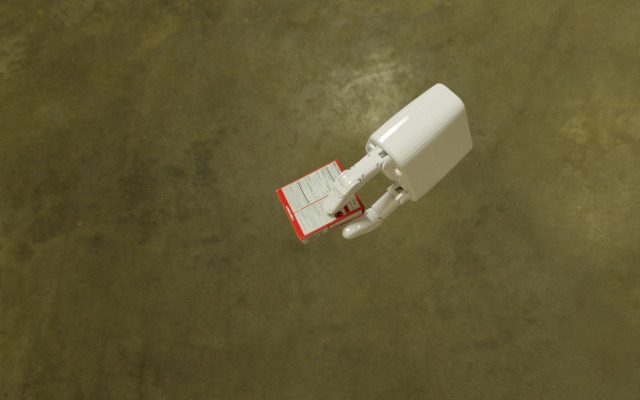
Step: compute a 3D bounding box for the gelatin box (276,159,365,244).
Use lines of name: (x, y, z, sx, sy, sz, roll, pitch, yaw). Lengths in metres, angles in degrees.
gelatin box: (0.000, 0.002, 0.597, 0.089, 0.073, 0.030, -27, -19, -2)
